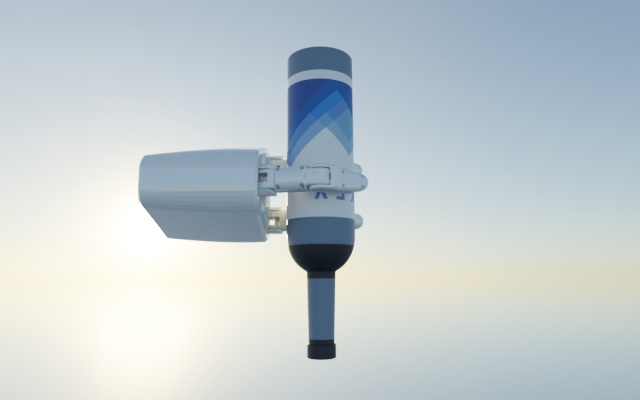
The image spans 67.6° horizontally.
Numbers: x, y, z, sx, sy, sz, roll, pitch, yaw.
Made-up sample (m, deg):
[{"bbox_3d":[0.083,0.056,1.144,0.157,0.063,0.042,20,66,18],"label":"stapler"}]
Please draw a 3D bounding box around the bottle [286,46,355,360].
[{"bbox_3d":[0.000,0.001,0.469,0.069,0.295,0.069,0,-9,0],"label":"bottle"}]
